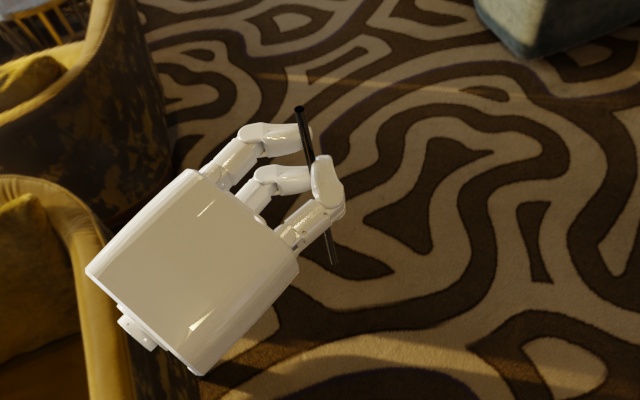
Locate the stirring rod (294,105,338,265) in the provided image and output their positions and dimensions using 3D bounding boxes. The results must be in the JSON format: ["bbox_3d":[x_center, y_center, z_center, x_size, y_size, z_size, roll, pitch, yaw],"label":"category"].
[{"bbox_3d":[0.000,0.002,0.453,0.011,0.011,0.240,0,-35,9],"label":"stirring rod"}]
